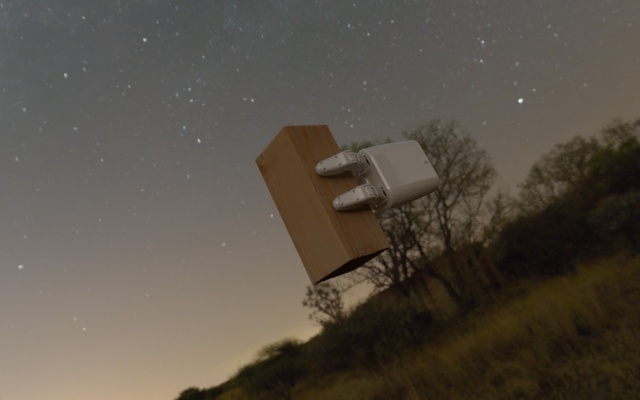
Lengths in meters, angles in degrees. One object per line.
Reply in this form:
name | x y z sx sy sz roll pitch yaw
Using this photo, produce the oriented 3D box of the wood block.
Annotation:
wood block | 0.000 0.002 0.688 0.090 0.206 0.091 -11 -22 -43
